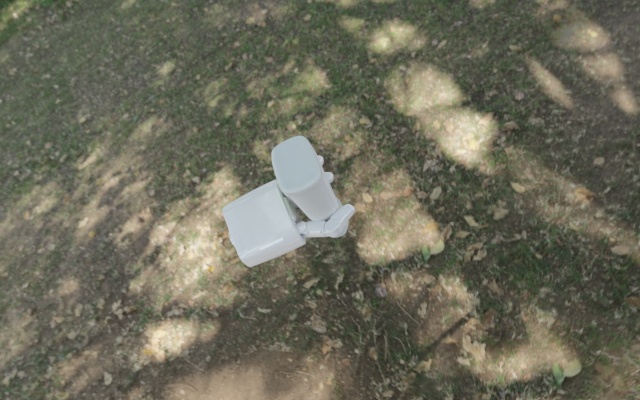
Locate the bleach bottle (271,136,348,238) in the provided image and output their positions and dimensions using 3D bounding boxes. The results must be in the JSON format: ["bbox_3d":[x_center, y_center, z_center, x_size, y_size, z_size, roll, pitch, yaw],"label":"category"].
[{"bbox_3d":[0.000,0.002,0.798,0.068,0.102,0.251,-25,-34,6],"label":"bleach bottle"}]
